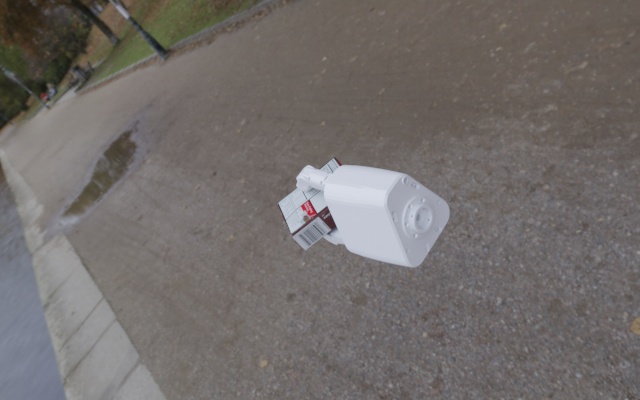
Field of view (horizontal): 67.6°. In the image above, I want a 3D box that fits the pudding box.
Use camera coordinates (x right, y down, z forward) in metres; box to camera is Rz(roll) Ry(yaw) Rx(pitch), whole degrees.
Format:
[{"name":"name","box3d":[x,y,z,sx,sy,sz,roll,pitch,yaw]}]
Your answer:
[{"name":"pudding box","box3d":[0.000,0.002,0.663,0.113,0.039,0.090,-38,33,5]}]
